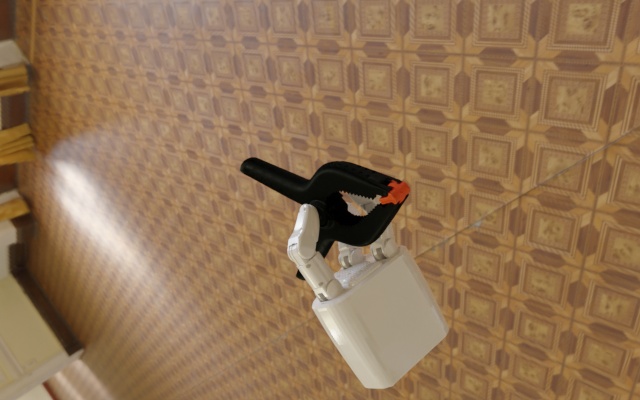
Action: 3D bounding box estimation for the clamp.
[{"bbox_3d":[0.000,0.002,0.510,0.036,0.164,0.210,-37,9,-40],"label":"clamp"}]
